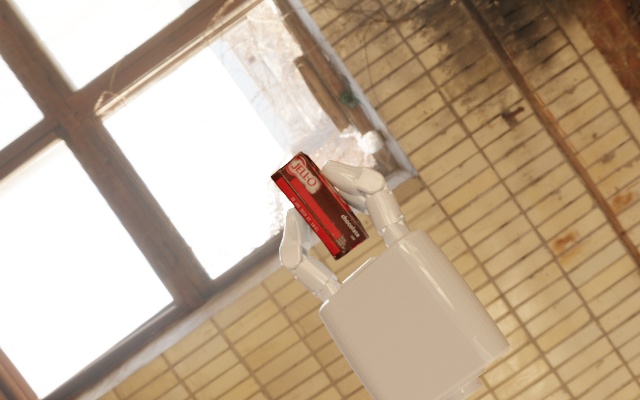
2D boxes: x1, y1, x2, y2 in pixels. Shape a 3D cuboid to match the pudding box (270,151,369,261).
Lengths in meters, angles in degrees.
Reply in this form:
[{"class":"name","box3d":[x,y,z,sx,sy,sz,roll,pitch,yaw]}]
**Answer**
[{"class":"pudding box","box3d":[0.000,0.002,0.435,0.039,0.090,0.113,-37,3,1]}]
